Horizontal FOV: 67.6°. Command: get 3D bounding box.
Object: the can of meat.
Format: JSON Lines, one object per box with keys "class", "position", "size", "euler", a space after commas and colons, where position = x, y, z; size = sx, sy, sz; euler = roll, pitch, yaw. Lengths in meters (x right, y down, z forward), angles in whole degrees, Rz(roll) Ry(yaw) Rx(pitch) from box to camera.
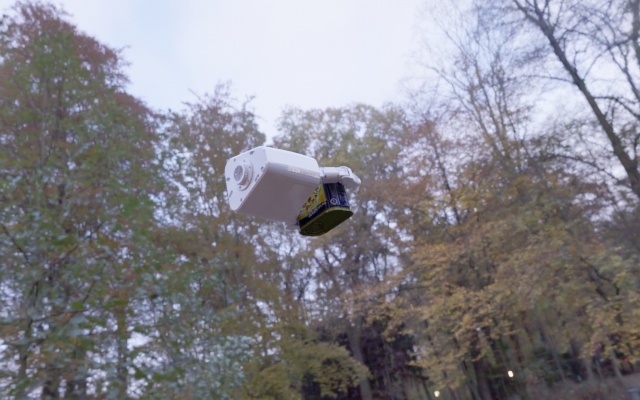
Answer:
{"class": "can of meat", "position": [0.000, 0.002, 0.818], "size": [0.057, 0.084, 0.102], "euler": [9, -34, -40]}
